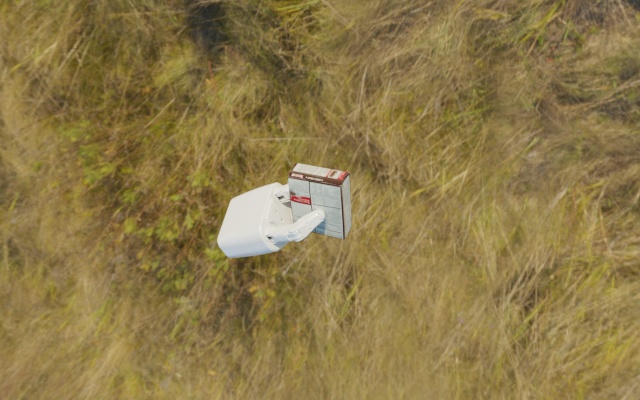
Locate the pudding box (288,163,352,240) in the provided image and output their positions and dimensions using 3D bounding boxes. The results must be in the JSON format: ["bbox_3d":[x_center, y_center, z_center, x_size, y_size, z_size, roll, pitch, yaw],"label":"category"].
[{"bbox_3d":[0.000,0.003,0.738,0.090,0.114,0.039,11,44,18],"label":"pudding box"}]
